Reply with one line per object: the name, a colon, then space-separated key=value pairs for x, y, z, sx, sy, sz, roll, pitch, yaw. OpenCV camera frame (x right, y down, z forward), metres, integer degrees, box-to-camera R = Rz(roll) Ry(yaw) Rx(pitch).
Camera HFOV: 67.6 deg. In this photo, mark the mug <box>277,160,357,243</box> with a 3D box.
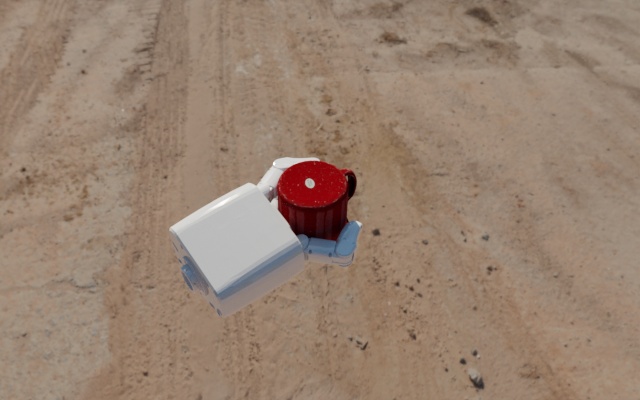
mug: x=0.001 y=0.001 z=0.570 sx=0.117 sy=0.082 sz=0.093 roll=-32 pitch=55 yaw=-27
